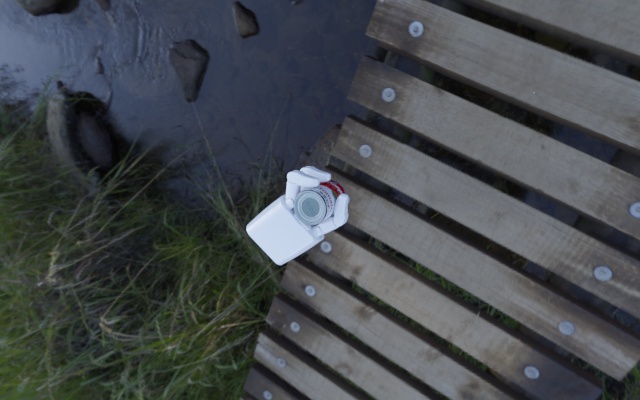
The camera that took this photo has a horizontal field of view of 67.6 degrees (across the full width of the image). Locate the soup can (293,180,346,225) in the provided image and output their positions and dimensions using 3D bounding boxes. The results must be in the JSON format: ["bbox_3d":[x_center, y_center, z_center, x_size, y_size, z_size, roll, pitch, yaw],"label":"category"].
[{"bbox_3d":[0.000,0.003,0.899,0.068,0.068,0.102,0,12,24],"label":"soup can"}]
